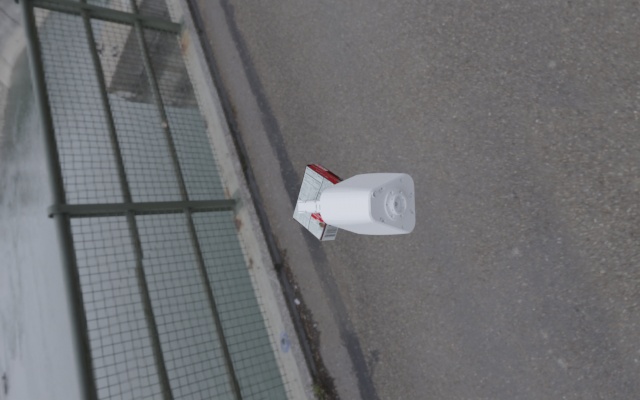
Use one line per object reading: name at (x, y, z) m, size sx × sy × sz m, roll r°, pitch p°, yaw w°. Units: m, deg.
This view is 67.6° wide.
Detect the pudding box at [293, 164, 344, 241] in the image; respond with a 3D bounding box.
pudding box at (0.000, 0.003, 0.850) m, size 0.039 × 0.113 × 0.090 m, roll -2°, pitch 29°, yaw -41°
